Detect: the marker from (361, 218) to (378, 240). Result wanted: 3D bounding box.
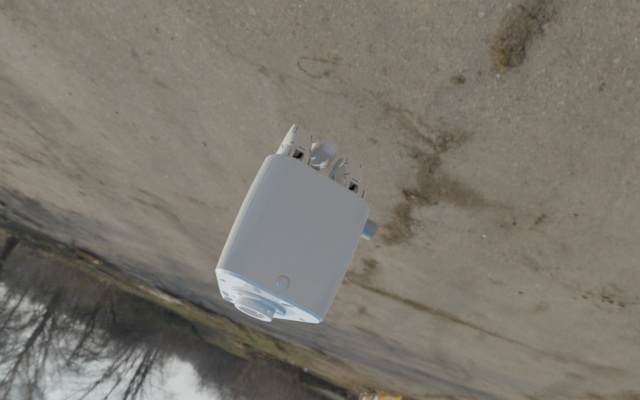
[{"bbox_3d":[0.000,0.001,0.453,0.121,0.020,0.020,30,-7,-13],"label":"marker"}]
